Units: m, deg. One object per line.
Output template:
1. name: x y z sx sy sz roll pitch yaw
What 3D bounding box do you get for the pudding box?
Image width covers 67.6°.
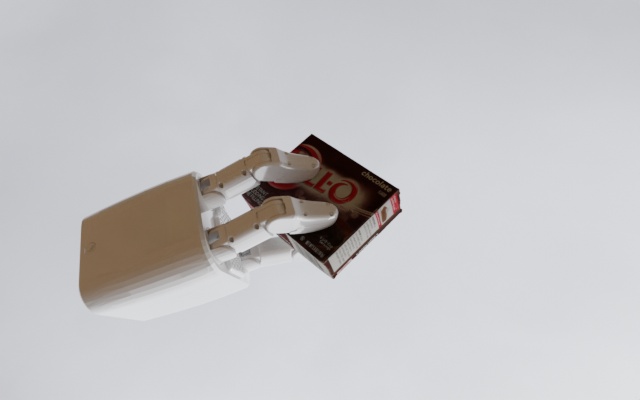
1. pudding box: 0.000 0.002 0.418 0.113 0.090 0.039 37 -18 32
